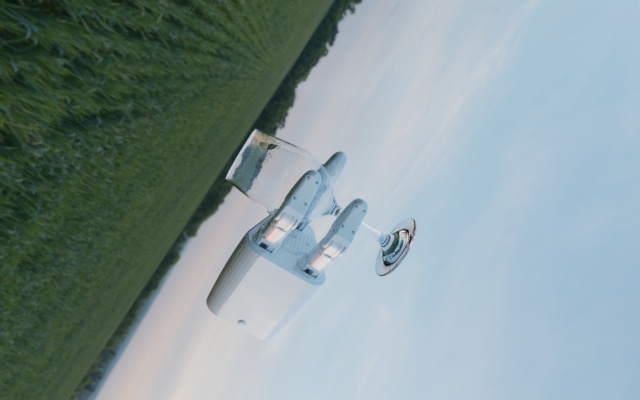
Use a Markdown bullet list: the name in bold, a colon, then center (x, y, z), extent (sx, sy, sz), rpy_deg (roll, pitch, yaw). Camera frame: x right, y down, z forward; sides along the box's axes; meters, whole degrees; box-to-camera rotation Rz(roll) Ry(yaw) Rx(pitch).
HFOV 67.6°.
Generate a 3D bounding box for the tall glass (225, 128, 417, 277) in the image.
- **tall glass**: center (0.001, 0.002, 0.512), extent (0.201, 0.079, 0.079), rpy_deg (31, -7, -11)
